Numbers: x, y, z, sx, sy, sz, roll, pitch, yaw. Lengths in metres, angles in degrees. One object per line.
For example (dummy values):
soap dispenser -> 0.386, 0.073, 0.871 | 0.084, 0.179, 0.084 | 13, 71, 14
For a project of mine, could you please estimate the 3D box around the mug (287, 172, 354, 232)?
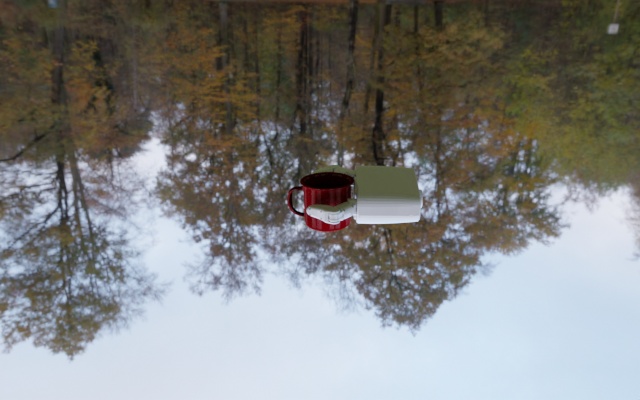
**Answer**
mug -> -0.001, 0.003, 0.832 | 0.117, 0.081, 0.093 | 0, 21, 3
